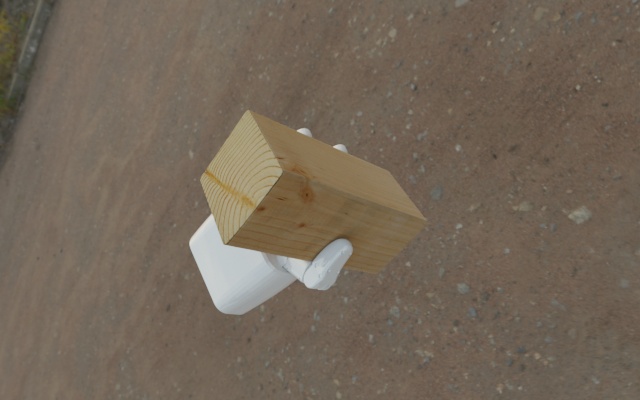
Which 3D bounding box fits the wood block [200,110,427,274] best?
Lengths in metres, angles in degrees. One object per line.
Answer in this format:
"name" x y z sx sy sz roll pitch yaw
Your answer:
"wood block" 0.000 0.002 0.480 0.206 0.090 0.090 17 32 -43
